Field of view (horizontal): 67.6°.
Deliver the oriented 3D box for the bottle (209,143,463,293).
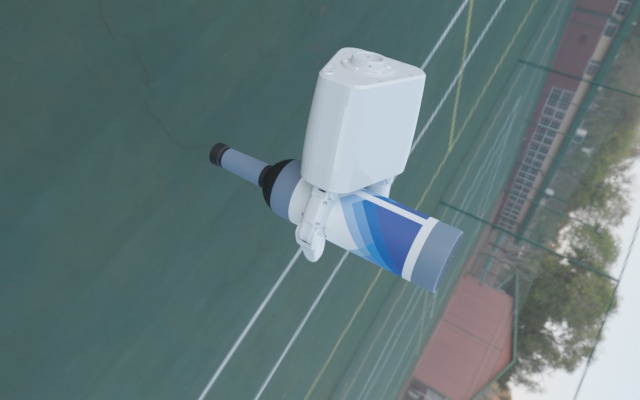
[{"bbox_3d":[0.000,0.002,0.515,0.295,0.069,0.069,25,10,22],"label":"bottle"}]
